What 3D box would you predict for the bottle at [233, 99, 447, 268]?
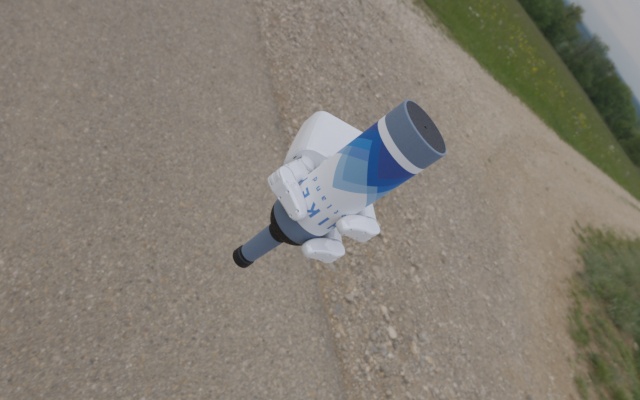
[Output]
[{"bbox_3d":[0.000,0.002,0.540,0.296,0.069,0.069,-35,-20,31],"label":"bottle"}]
